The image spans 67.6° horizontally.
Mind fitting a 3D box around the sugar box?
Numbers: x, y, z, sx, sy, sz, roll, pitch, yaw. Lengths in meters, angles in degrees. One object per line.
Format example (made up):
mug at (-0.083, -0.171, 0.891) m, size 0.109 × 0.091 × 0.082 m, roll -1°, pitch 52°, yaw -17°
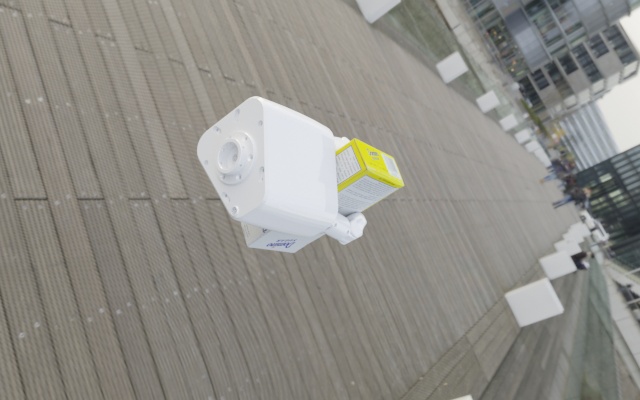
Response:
sugar box at (0.000, 0.001, 0.552) m, size 0.176 × 0.048 × 0.093 m, roll -30°, pitch -25°, yaw 27°
